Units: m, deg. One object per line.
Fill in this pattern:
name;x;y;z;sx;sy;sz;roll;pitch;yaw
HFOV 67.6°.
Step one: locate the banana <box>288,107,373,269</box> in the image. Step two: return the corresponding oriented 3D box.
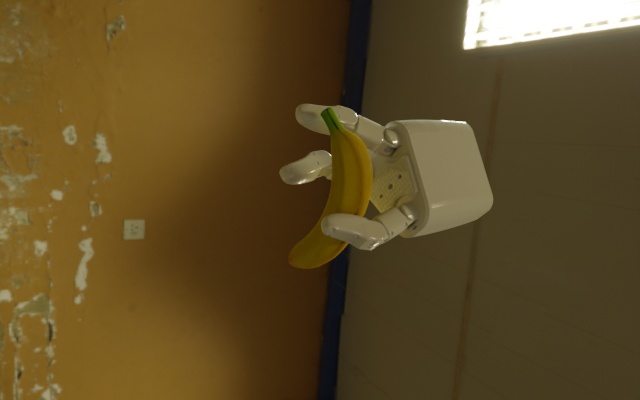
banana;0.011;0.010;0.472;0.037;0.198;0.069;-14;45;-35
